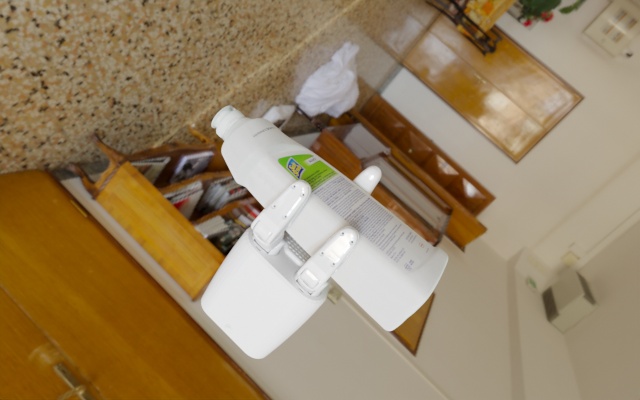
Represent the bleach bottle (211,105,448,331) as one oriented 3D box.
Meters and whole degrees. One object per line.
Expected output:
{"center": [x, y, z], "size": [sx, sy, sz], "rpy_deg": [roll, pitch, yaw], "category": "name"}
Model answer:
{"center": [0.000, 0.002, 0.451], "size": [0.251, 0.068, 0.102], "rpy_deg": [43, 30, 7], "category": "bleach bottle"}
